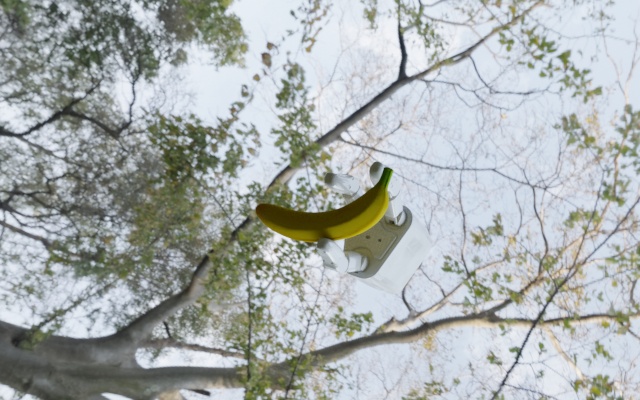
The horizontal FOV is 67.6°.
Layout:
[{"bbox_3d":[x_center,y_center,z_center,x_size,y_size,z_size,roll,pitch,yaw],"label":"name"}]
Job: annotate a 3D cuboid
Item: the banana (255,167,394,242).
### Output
[{"bbox_3d":[0.004,0.018,0.584,0.198,0.069,0.037,-15,-26,27],"label":"banana"}]
